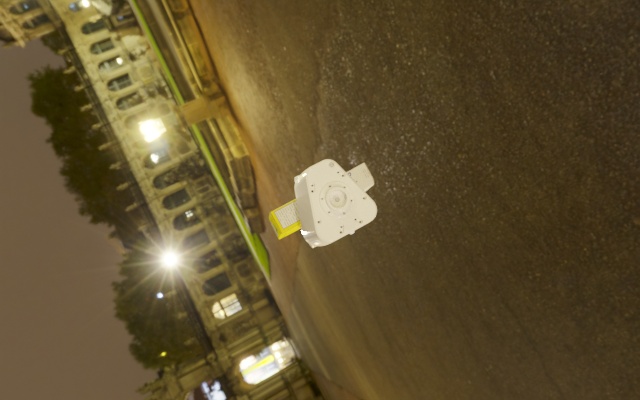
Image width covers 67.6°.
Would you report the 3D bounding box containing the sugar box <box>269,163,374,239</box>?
[{"bbox_3d":[0.000,0.003,0.799,0.176,0.048,0.093,-26,-5,-11],"label":"sugar box"}]
